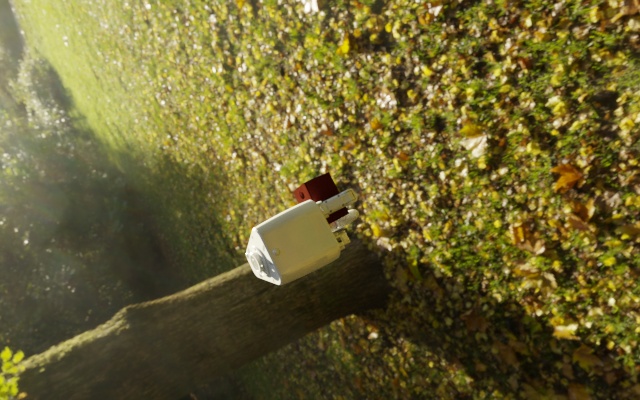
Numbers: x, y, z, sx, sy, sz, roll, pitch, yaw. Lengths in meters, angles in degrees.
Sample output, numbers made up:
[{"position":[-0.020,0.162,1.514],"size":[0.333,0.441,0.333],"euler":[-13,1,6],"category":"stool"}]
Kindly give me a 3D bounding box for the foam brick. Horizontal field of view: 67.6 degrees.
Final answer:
[{"position":[0.000,0.002,0.776],"size":[0.051,0.078,0.053],"euler":[-24,-4,-27],"category":"foam brick"}]
